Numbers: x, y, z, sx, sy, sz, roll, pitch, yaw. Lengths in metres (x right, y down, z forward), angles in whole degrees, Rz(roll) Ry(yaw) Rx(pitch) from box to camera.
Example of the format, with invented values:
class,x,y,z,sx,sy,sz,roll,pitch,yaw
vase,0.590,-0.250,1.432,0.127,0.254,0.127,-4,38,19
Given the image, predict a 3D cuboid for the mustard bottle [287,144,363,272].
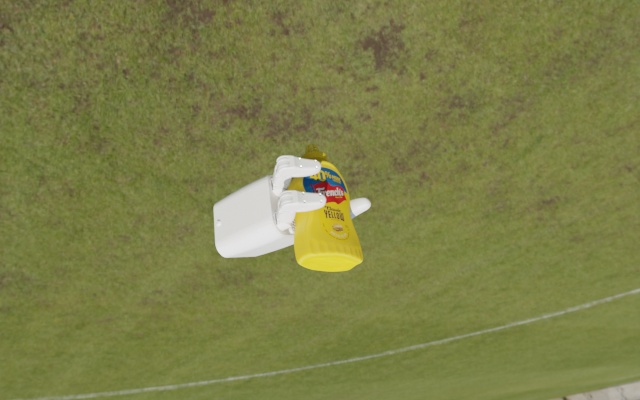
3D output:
class,x,y,z,sx,sy,sz,roll,pitch,yaw
mustard bottle,0.000,0.002,0.679,0.096,0.191,0.058,11,-35,-33
